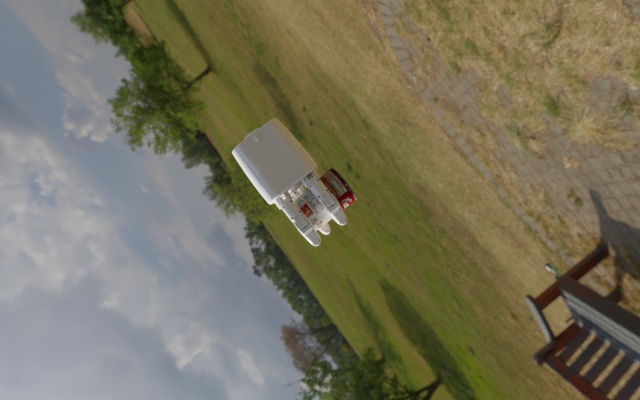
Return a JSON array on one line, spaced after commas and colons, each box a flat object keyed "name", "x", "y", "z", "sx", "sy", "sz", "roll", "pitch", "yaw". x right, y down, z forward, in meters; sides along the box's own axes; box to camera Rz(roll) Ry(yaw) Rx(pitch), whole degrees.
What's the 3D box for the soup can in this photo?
[{"name": "soup can", "x": 0.000, "y": 0.003, "z": 0.799, "sx": 0.102, "sy": 0.068, "sz": 0.068, "roll": -38, "pitch": 3, "yaw": -4}]
